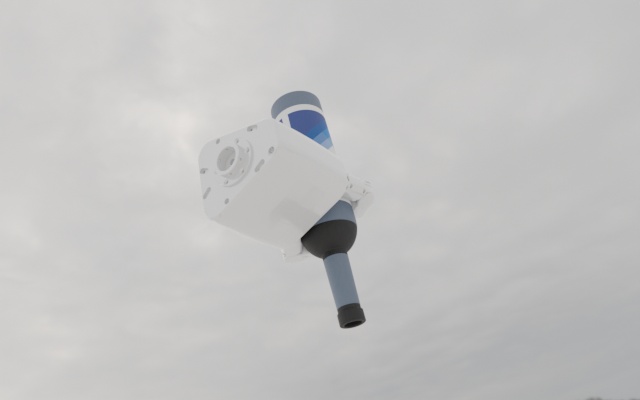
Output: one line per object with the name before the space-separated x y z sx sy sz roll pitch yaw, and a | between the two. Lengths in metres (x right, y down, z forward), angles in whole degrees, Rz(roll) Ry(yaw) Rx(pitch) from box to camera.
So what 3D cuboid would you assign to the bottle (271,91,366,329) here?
bottle | 0.000 0.002 0.553 0.069 0.295 0.069 -11 -31 -7
